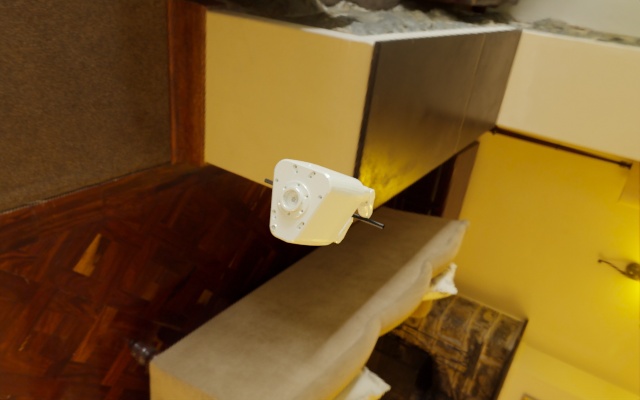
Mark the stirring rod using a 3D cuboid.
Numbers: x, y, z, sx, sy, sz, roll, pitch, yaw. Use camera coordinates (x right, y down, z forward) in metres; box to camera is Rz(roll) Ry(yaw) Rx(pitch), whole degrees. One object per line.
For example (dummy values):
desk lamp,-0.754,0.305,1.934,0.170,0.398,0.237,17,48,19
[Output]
stirring rod,0.000,0.003,0.810,0.239,0.011,0.011,21,10,27
